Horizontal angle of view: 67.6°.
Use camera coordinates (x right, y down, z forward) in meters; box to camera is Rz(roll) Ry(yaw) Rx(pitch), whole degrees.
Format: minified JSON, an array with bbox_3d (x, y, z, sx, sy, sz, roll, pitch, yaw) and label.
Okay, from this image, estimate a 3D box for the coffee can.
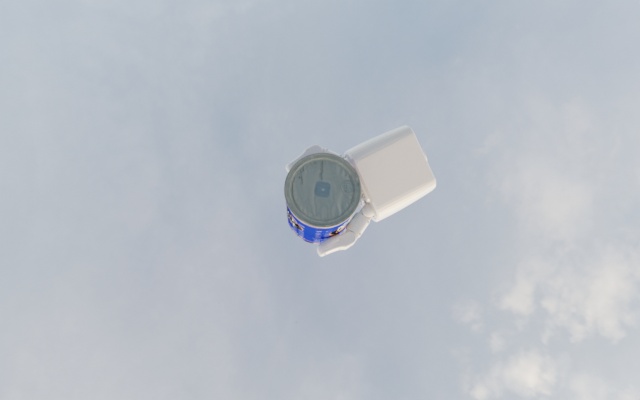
[{"bbox_3d":[0.000,0.002,0.695,0.103,0.102,0.140,0,-14,-3],"label":"coffee can"}]
